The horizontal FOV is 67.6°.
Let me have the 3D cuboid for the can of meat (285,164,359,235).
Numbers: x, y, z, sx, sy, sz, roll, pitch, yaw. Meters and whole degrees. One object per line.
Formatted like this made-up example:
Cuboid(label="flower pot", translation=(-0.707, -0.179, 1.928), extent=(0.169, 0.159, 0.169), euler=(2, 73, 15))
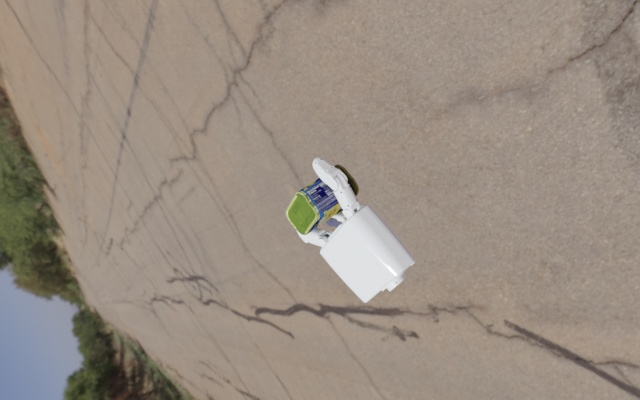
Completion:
Cuboid(label="can of meat", translation=(0.000, 0.002, 0.738), extent=(0.084, 0.057, 0.102), euler=(-34, -11, -28))
